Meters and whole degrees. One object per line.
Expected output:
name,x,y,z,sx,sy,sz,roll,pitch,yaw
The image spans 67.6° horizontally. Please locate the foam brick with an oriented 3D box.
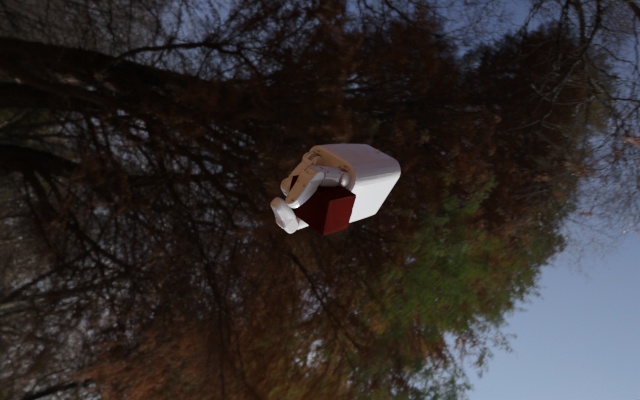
foam brick,0.000,0.002,0.635,0.051,0.053,0.078,-10,34,-42
